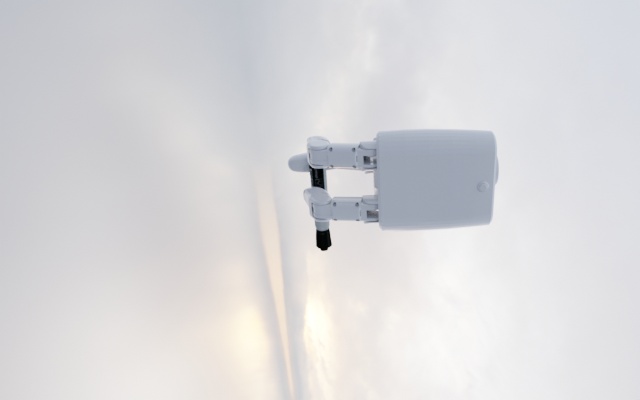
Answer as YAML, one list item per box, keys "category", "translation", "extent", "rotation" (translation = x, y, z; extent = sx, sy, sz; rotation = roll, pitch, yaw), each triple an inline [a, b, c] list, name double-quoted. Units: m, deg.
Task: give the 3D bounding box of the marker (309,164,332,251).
- category: "marker"
  translation: [0.000, 0.002, 0.531]
  extent: [0.020, 0.121, 0.020]
  rotation: [-4, 23, 2]
